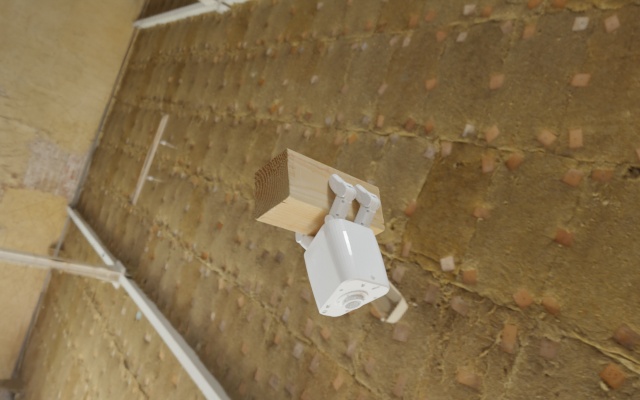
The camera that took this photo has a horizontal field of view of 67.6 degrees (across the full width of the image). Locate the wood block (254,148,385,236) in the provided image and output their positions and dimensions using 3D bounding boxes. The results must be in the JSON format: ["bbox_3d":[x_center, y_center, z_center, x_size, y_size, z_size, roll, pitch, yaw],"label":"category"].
[{"bbox_3d":[0.000,0.003,0.795,0.206,0.090,0.091,21,-39,-37],"label":"wood block"}]
